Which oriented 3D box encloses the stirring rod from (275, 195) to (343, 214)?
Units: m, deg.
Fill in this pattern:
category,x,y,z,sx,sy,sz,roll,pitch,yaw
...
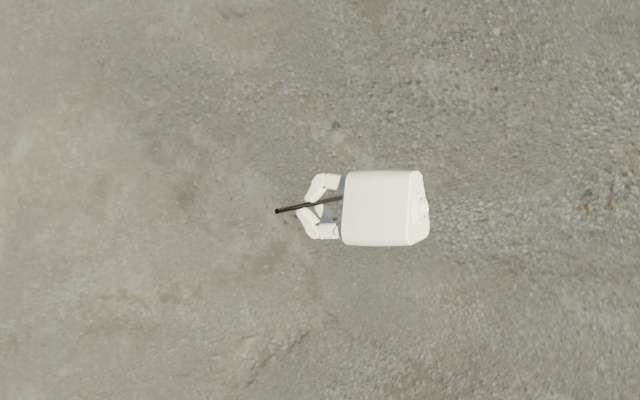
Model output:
category,x,y,z,sx,sy,sz,roll,pitch,yaw
stirring rod,0.000,0.003,0.804,0.011,0.011,0.239,0,6,33
